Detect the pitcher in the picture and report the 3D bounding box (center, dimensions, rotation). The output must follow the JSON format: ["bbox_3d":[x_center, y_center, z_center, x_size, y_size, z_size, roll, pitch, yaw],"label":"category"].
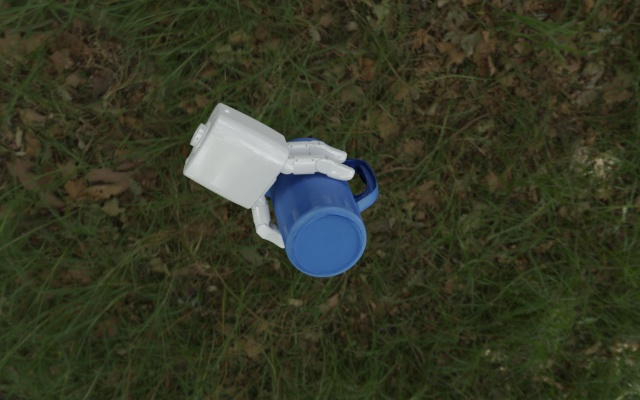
[{"bbox_3d":[0.000,0.002,0.717,0.145,0.149,0.242,30,17,-22],"label":"pitcher"}]
